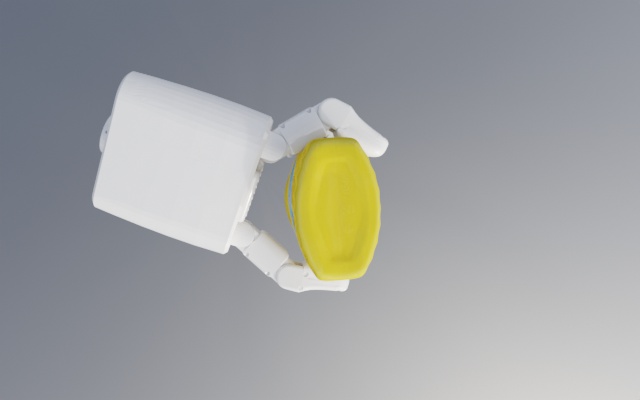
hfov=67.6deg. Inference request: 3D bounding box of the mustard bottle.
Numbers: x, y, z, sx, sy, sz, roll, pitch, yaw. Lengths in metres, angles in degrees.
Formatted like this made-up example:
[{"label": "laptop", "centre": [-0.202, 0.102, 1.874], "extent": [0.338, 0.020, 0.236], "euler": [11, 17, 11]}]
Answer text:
[{"label": "mustard bottle", "centre": [0.000, 0.001, 0.401], "extent": [0.058, 0.096, 0.191], "euler": [-5, 4, -7]}]
